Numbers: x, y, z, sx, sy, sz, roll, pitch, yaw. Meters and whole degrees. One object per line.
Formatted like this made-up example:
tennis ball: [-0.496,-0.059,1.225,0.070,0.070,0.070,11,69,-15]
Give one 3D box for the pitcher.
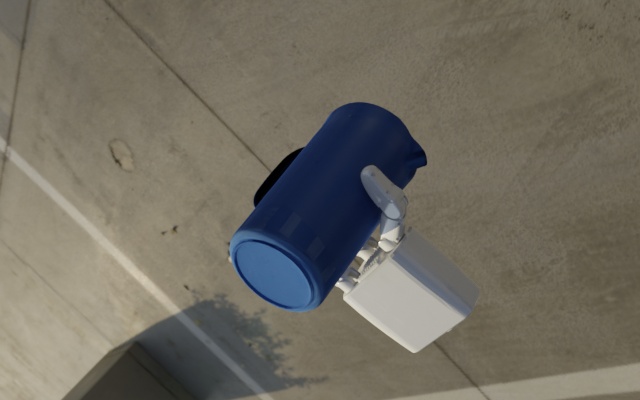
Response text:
pitcher: [0.000,0.002,0.538,0.242,0.145,0.149,-51,1,-42]
